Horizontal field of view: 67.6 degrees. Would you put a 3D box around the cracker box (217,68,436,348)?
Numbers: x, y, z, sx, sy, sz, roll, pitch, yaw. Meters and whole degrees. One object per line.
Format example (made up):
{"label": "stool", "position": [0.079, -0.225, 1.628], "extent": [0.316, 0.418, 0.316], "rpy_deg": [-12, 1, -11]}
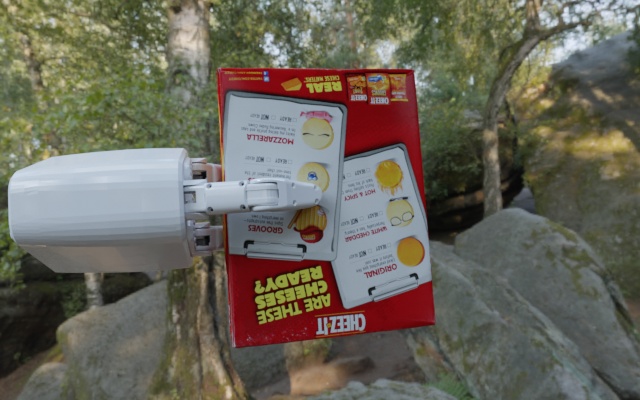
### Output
{"label": "cracker box", "position": [0.000, 0.001, 0.403], "extent": [0.164, 0.213, 0.072], "rpy_deg": [-3, -4, -12]}
